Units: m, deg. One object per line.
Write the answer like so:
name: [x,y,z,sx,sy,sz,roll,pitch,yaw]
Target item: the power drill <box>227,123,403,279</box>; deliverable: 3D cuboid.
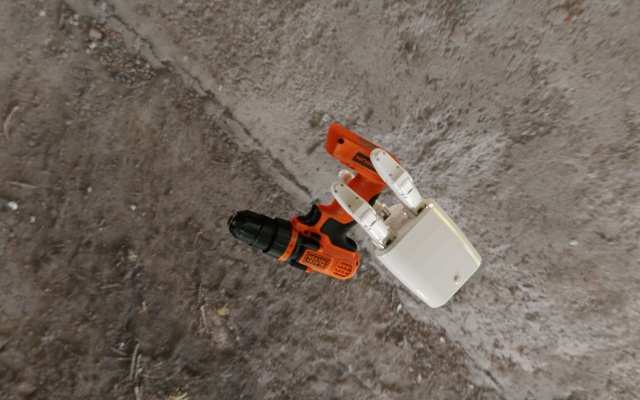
power drill: [0.001,0.002,0.598,0.184,0.188,0.057,23,22,-24]
